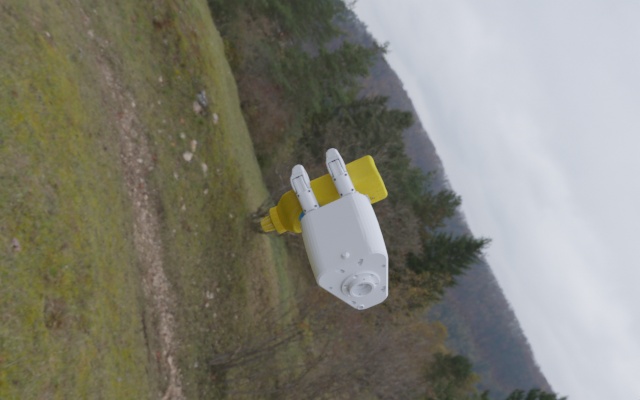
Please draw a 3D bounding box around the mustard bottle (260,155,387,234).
[{"bbox_3d":[0.000,0.002,0.710,0.191,0.058,0.096,-24,-23,7],"label":"mustard bottle"}]
